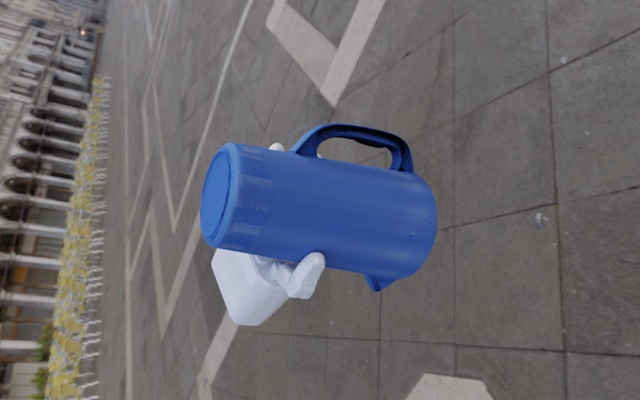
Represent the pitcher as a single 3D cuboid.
[{"bbox_3d":[0.000,0.002,0.533,0.243,0.149,0.145,11,-43,-29],"label":"pitcher"}]
